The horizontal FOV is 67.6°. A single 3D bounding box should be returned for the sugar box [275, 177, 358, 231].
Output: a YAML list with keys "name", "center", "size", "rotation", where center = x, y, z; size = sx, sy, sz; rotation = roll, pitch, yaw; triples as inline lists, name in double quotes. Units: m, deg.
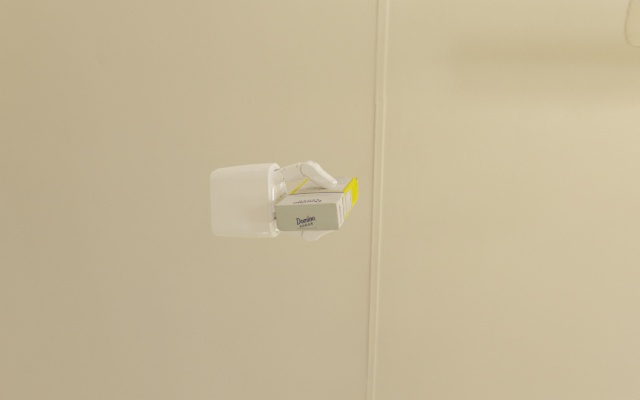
- name: "sugar box"
  center: [0.000, 0.003, 0.747]
  size: [0.093, 0.048, 0.176]
  rotation: [-2, 17, 15]
